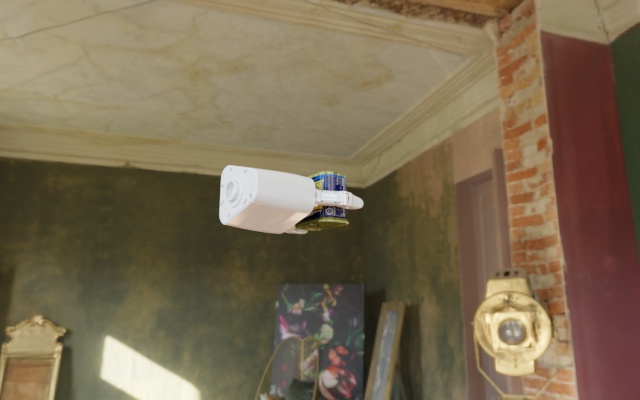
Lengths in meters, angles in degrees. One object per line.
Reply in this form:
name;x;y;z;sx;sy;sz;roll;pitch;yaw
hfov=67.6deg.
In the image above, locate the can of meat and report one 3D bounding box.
can of meat;0.000;0.002;0.806;0.057;0.084;0.102;8;-15;-35
